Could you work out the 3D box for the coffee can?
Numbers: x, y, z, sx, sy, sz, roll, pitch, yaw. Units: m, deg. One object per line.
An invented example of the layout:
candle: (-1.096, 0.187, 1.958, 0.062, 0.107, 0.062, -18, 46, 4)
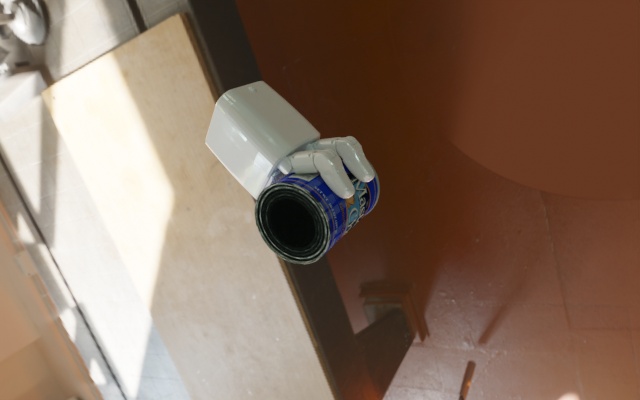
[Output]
coffee can: (0.000, 0.002, 0.598, 0.103, 0.103, 0.140, 0, 22, 32)
